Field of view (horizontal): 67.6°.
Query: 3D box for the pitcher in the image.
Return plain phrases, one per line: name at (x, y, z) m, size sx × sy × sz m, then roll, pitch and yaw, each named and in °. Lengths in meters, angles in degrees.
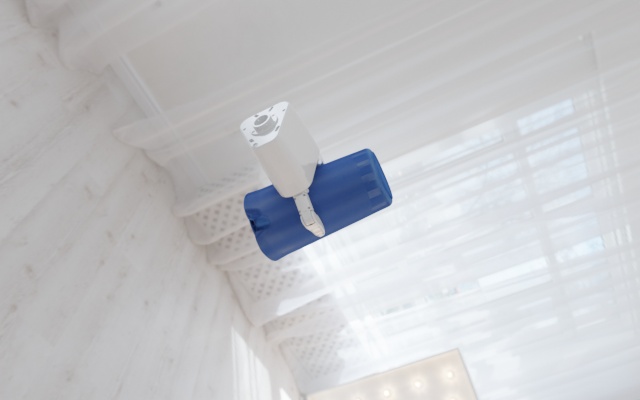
pitcher at (0.000, 0.003, 0.850) m, size 0.243 × 0.145 × 0.149 m, roll -23°, pitch 38°, yaw 13°
